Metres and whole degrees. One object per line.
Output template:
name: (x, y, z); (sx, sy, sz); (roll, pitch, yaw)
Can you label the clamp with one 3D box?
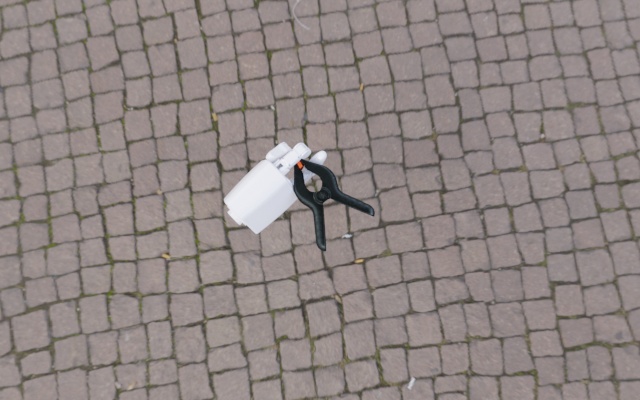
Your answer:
clamp: (0.000, 0.003, 0.861); (0.120, 0.171, 0.039); (-44, -6, -7)
